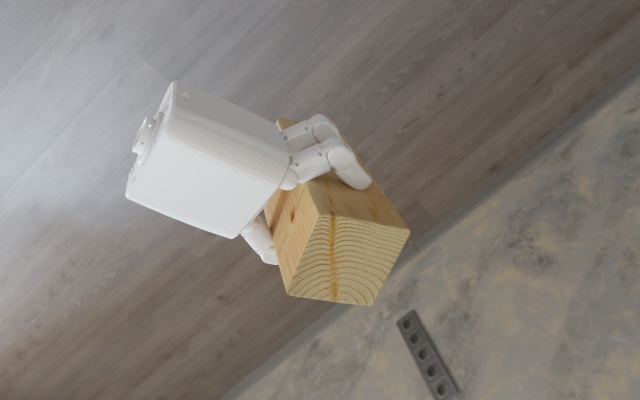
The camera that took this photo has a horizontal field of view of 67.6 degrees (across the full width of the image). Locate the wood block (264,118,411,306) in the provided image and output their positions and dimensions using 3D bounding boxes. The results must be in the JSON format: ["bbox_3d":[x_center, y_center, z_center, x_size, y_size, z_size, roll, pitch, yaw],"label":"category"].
[{"bbox_3d":[0.000,0.002,0.498,0.090,0.091,0.206,12,27,-22],"label":"wood block"}]
